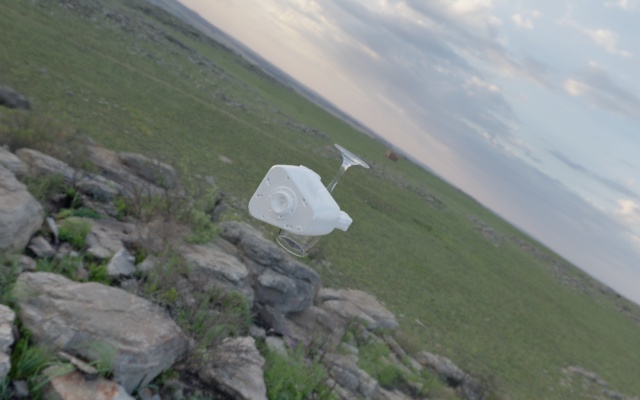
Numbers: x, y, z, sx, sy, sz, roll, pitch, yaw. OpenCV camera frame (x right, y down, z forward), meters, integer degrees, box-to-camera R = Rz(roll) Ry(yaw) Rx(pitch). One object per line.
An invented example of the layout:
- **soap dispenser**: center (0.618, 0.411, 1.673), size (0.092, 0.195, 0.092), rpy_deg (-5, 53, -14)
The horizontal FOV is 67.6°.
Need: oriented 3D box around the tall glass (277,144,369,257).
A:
- **tall glass**: center (0.001, 0.002, 0.852), size (0.079, 0.201, 0.079), rpy_deg (32, 11, -7)
